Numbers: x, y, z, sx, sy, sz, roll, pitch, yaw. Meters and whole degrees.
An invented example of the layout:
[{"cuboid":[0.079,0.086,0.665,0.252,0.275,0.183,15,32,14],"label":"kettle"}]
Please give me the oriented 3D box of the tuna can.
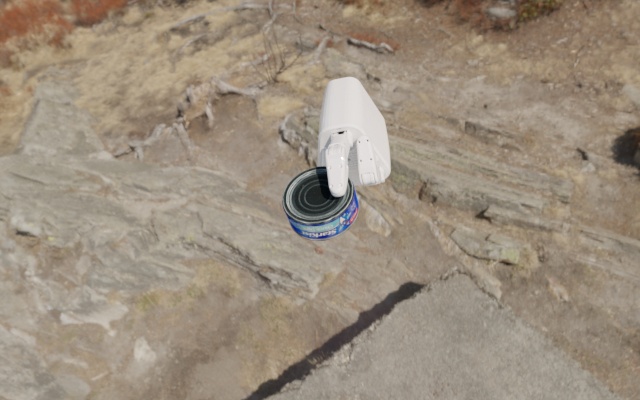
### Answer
[{"cuboid":[0.000,0.002,0.550,0.086,0.086,0.034,0,-37,16],"label":"tuna can"}]
